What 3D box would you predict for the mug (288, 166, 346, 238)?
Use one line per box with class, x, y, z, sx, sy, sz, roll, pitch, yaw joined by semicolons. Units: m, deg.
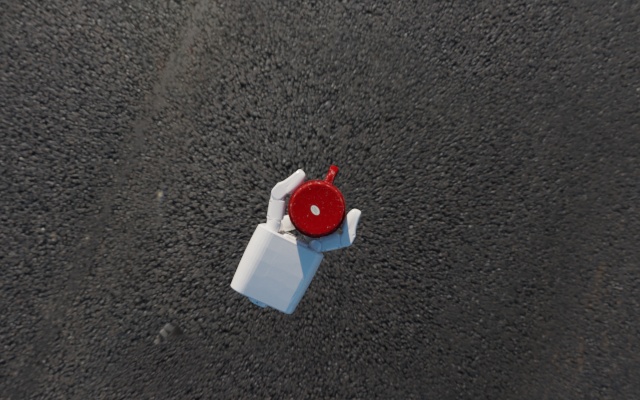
mug;0.001;0.001;0.720;0.093;0.117;0.081;26;-1;-1
